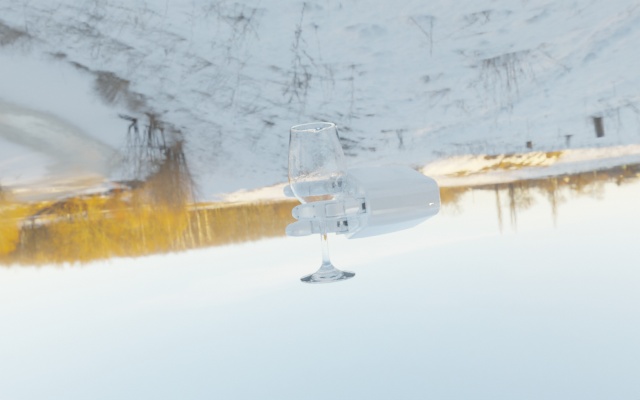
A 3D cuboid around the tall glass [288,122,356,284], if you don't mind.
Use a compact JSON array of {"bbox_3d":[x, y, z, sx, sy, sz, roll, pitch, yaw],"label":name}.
[{"bbox_3d":[0.000,0.003,0.625,0.079,0.201,0.079,-6,2,0],"label":"tall glass"}]
